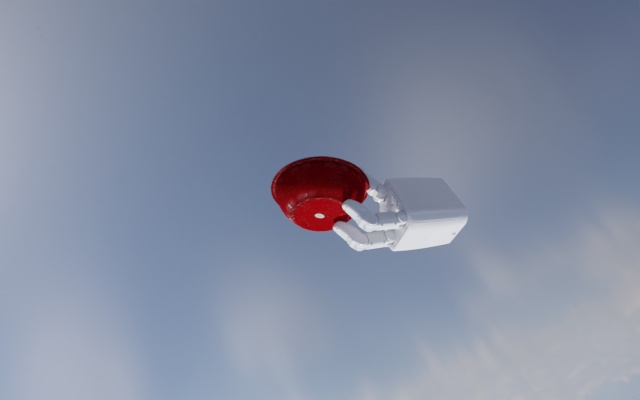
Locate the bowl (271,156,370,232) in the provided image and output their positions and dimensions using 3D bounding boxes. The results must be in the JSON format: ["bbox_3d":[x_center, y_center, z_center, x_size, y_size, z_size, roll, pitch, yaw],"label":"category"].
[{"bbox_3d":[-0.001,0.003,0.765,0.162,0.055,0.162,-1,-37,-1],"label":"bowl"}]
